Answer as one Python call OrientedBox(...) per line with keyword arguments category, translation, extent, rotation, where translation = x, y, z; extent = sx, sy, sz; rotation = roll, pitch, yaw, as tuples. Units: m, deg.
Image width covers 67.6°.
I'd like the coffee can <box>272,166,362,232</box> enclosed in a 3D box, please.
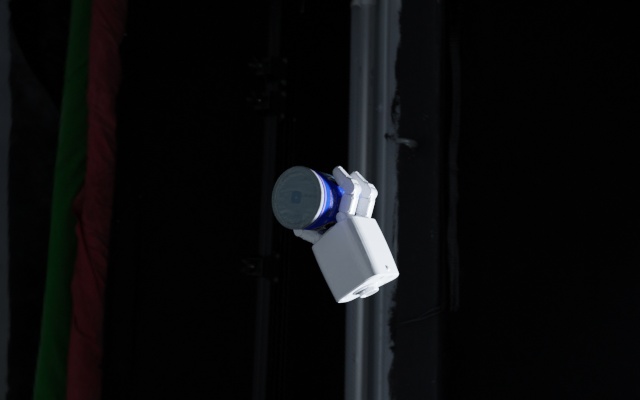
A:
OrientedBox(category="coffee can", translation=(0.000, 0.003, 0.820), extent=(0.103, 0.103, 0.140), rotation=(0, -6, 35))
